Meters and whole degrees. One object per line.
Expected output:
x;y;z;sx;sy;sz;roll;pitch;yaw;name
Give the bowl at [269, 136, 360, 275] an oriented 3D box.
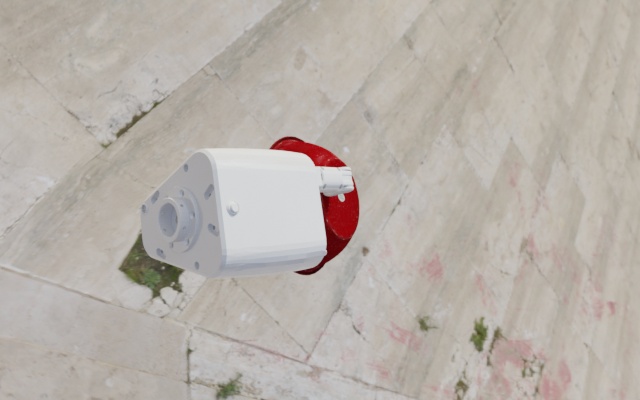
0.001;0.001;0.541;0.055;0.162;0.162;-9;-5;29;bowl
